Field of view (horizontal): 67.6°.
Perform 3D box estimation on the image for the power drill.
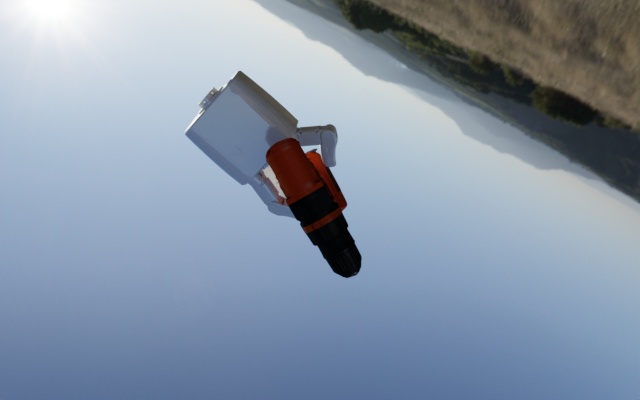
[{"bbox_3d":[0.000,0.002,0.639,0.057,0.184,0.187,-28,5,5],"label":"power drill"}]
